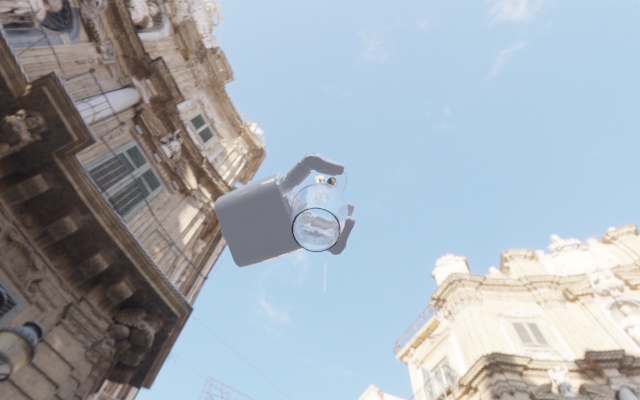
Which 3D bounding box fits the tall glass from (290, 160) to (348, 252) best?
[{"bbox_3d":[0.000,0.002,0.686,0.079,0.079,0.201,0,20,3],"label":"tall glass"}]
